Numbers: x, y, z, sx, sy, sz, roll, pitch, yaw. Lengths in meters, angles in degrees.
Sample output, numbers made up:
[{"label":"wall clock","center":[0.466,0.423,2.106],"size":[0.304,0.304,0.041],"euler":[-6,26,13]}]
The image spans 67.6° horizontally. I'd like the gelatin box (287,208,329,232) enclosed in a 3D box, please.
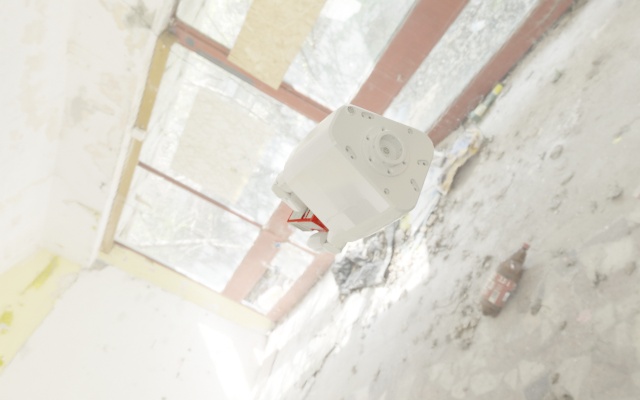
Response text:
[{"label":"gelatin box","center":[0.000,0.002,0.596],"size":[0.030,0.073,0.089],"euler":[33,-16,-18]}]
